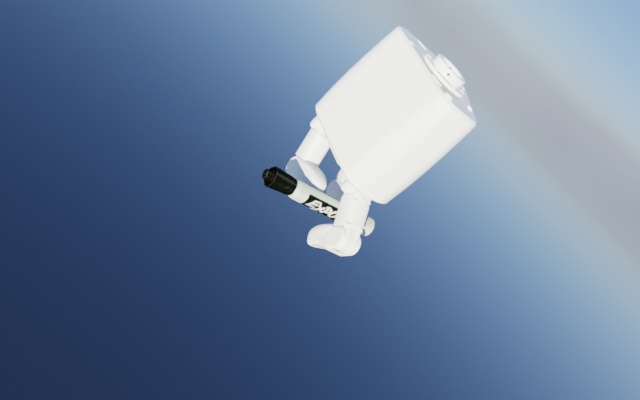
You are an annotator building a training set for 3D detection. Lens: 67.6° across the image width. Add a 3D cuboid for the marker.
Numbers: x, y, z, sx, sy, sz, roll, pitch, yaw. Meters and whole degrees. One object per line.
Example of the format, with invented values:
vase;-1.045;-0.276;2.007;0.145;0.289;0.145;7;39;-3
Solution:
marker;0.000;0.001;0.419;0.121;0.020;0.020;28;-16;-33
